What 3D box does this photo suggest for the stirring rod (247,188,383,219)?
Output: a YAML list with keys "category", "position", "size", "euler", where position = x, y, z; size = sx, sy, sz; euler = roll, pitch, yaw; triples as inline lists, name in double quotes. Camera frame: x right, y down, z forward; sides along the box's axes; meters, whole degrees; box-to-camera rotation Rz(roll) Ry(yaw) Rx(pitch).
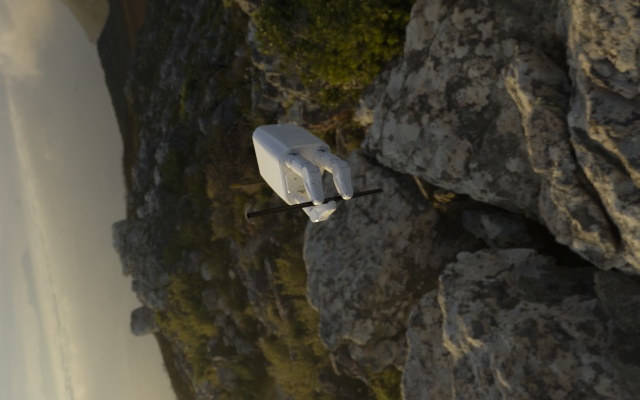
- category: "stirring rod"
  position: [0.000, 0.002, 0.720]
  size: [0.239, 0.011, 0.011]
  euler: [-11, 6, -33]
